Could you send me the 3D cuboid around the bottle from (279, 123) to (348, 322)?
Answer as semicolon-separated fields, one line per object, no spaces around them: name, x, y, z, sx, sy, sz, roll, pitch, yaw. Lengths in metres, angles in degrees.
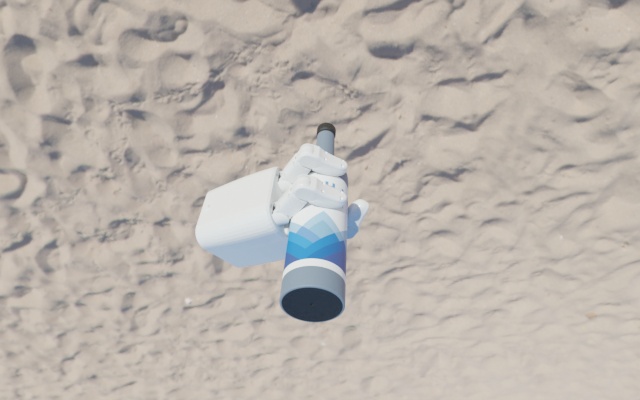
bottle;0.000;0.002;0.582;0.069;0.069;0.295;2;45;2
